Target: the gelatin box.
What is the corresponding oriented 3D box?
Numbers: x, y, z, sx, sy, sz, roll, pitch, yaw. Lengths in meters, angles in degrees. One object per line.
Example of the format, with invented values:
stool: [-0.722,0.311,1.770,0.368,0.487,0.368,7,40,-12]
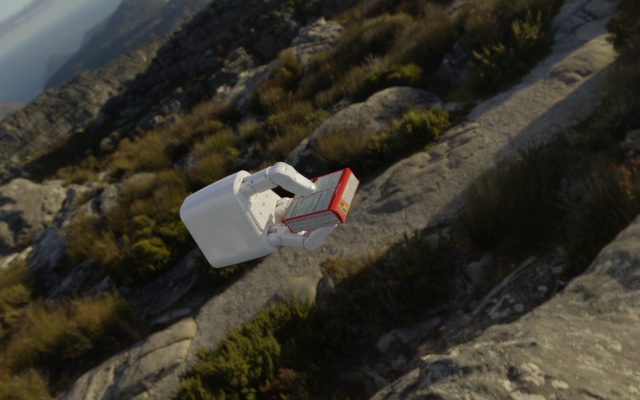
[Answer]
gelatin box: [0.000,0.002,0.619,0.089,0.073,0.030,-16,-53,39]
